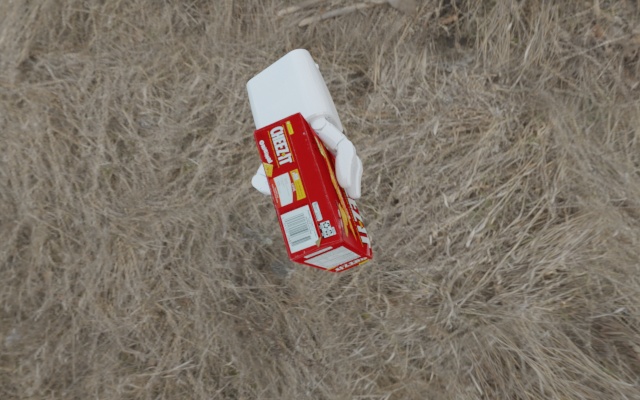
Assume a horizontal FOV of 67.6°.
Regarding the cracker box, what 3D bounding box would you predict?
[{"bbox_3d":[0.000,0.002,0.631,0.072,0.164,0.214,-21,-17,11],"label":"cracker box"}]
